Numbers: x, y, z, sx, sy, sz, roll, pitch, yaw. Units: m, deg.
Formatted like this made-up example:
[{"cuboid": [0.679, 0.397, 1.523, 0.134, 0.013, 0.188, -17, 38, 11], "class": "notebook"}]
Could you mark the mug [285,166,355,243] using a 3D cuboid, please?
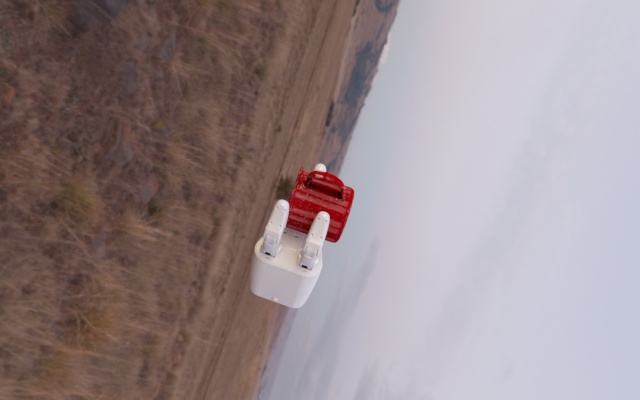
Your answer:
[{"cuboid": [0.001, 0.001, 0.654, 0.081, 0.093, 0.117, 19, -41, -1], "class": "mug"}]
